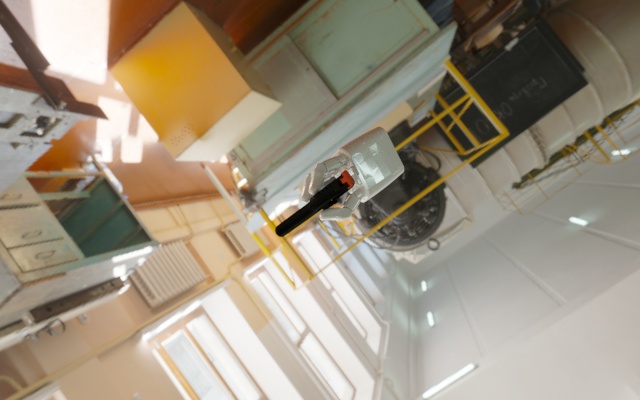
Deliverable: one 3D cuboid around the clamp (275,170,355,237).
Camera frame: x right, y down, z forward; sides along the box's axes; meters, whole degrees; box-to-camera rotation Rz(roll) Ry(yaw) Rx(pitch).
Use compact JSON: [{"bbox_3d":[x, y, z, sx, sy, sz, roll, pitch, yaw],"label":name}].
[{"bbox_3d":[0.001,0.003,0.896,0.164,0.036,0.210,-33,-5,-24],"label":"clamp"}]
